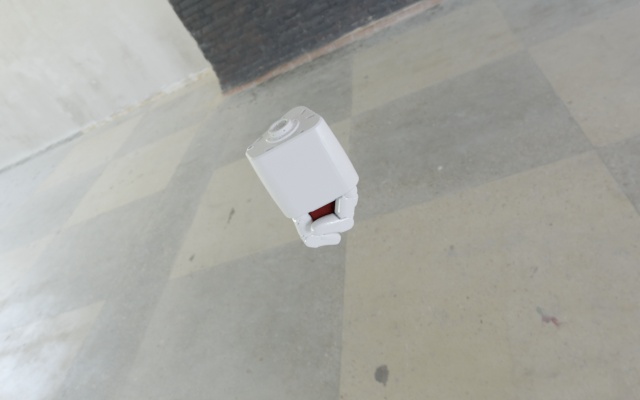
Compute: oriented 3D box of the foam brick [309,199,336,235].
[{"bbox_3d":[0.000,0.002,0.703,0.053,0.051,0.078,-37,33,-5],"label":"foam brick"}]
